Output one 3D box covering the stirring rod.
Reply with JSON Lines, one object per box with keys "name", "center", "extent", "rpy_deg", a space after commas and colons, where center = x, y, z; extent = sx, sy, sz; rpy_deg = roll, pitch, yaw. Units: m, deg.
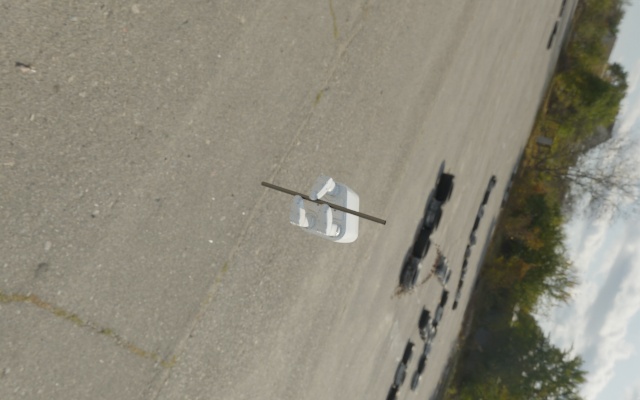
{"name": "stirring rod", "center": [0.000, 0.003, 0.831], "extent": [0.239, 0.011, 0.011], "rpy_deg": [18, 7, 21]}
